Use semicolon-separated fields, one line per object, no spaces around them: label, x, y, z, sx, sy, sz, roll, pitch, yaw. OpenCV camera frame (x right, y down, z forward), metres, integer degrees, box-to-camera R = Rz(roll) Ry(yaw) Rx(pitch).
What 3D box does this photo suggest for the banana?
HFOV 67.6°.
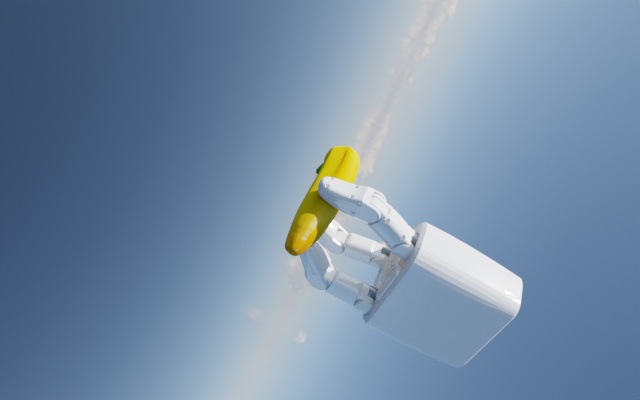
banana;0.010;-0.014;0.481;0.037;0.070;0.197;30;25;-4
